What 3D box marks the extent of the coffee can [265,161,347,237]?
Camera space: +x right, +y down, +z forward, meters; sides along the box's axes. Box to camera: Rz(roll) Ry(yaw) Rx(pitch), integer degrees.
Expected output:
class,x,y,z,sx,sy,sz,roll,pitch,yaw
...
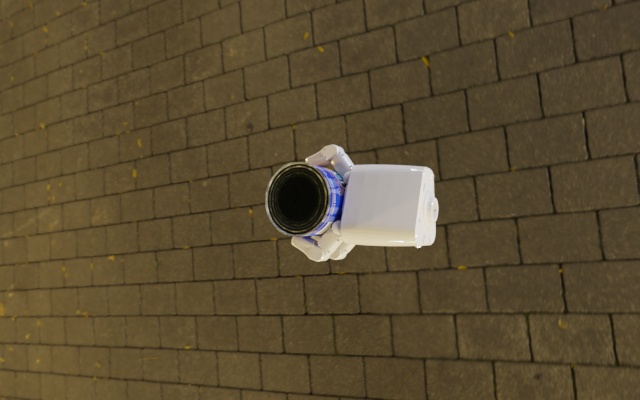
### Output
class,x,y,z,sx,sy,sz,roll,pitch,yaw
coffee can,0.000,0.002,0.704,0.103,0.103,0.140,0,-4,28
